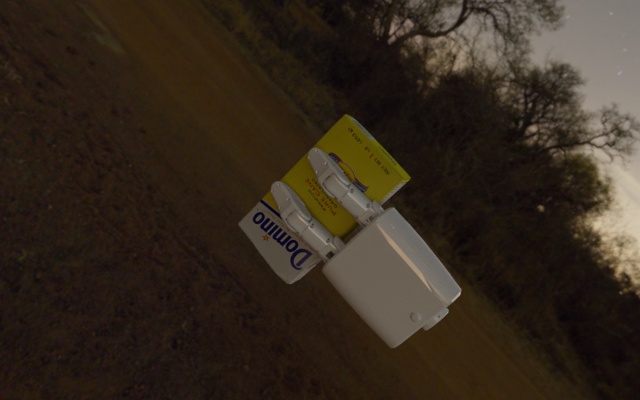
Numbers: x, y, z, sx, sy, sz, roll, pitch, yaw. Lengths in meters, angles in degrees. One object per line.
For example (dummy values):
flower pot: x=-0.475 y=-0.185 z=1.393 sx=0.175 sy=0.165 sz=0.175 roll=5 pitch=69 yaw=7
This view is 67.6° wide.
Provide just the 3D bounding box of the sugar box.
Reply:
sugar box: x=0.000 y=0.002 z=0.518 sx=0.176 sy=0.093 sz=0.048 roll=-44 pitch=-12 yaw=16
